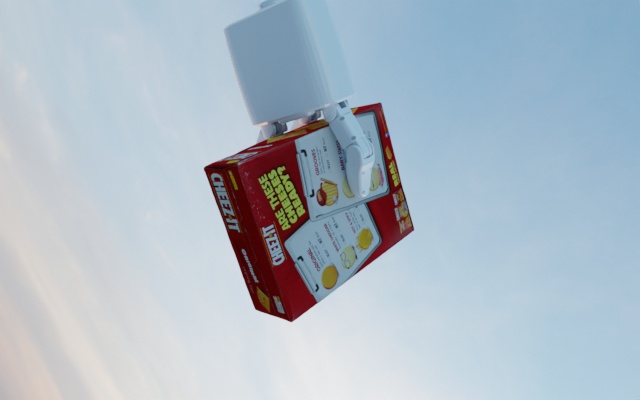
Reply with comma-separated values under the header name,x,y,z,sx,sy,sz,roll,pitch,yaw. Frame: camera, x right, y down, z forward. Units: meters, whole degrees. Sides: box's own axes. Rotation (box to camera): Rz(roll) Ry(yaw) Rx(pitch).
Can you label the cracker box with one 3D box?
name,x,y,z,sx,sy,sz,roll,pitch,yaw
cracker box,0.000,0.002,0.521,0.213,0.164,0.072,-29,19,-39
